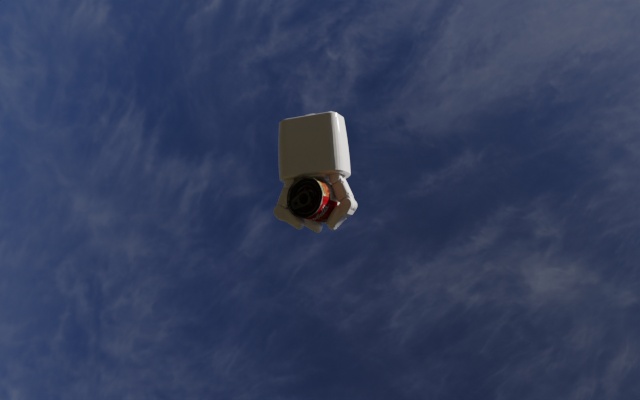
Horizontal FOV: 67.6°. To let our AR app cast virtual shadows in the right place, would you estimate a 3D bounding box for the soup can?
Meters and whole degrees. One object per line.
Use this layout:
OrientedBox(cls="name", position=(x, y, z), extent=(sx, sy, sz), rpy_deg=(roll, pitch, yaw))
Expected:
OrientedBox(cls="soup can", position=(0.000, 0.003, 0.796), extent=(0.068, 0.068, 0.102), rpy_deg=(0, -9, 32))
